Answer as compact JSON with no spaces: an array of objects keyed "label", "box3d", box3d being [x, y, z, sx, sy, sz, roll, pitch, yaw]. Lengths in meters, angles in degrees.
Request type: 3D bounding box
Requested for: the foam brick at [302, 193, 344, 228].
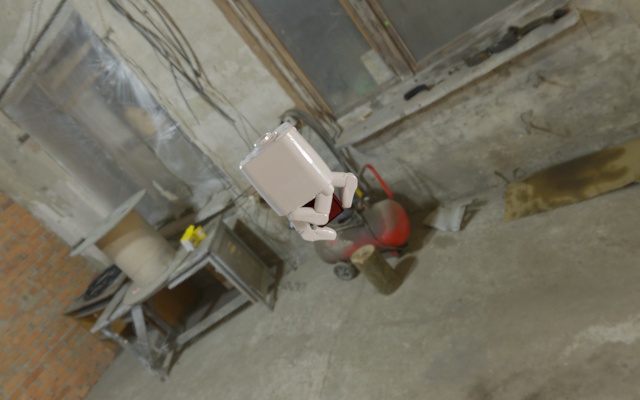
[{"label":"foam brick","box3d":[0.000,0.003,0.821,0.053,0.051,0.078,-39,19,4]}]
